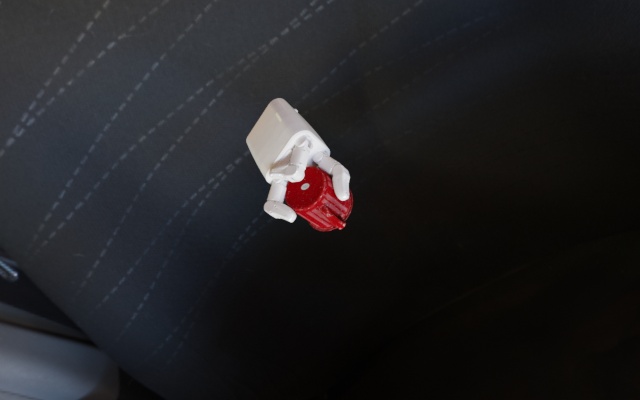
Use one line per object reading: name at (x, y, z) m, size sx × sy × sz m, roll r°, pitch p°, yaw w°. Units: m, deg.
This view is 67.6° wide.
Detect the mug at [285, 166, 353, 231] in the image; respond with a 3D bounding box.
mug at (0.001, 0.003, 0.786) m, size 0.081 × 0.093 × 0.117 m, roll 35°, pitch 15°, yaw -51°
